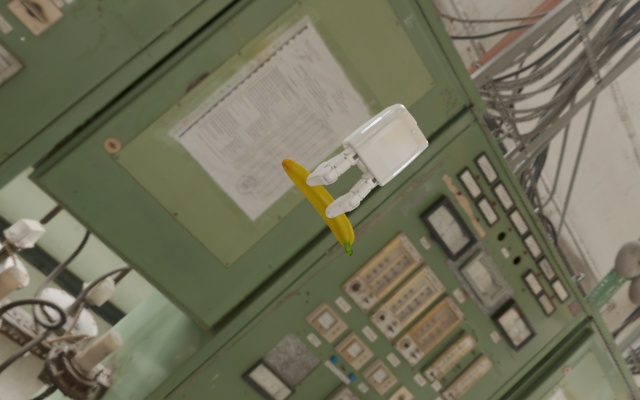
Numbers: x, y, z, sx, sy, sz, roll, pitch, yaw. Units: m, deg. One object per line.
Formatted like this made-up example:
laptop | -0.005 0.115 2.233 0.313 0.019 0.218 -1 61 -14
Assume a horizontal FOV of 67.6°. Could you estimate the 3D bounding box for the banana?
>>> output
banana | 0.003 0.004 0.833 0.037 0.198 0.069 -38 0 5
